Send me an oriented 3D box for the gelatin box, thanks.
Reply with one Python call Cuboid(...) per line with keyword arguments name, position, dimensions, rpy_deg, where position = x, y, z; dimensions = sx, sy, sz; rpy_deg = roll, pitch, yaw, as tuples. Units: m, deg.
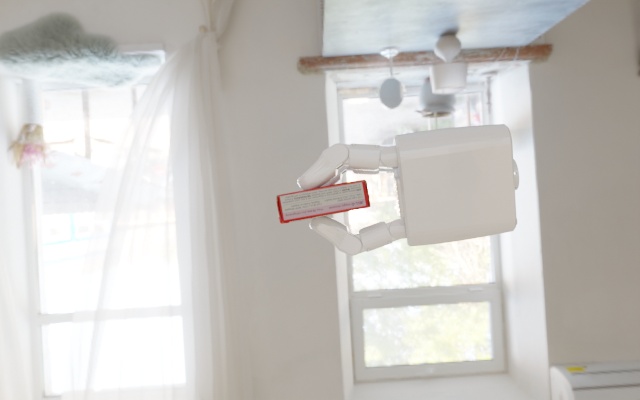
Cuboid(name="gelatin box", position=(0.000, 0.002, 0.486), dimensions=(0.089, 0.030, 0.073), rpy_deg=(-11, -2, -6))
